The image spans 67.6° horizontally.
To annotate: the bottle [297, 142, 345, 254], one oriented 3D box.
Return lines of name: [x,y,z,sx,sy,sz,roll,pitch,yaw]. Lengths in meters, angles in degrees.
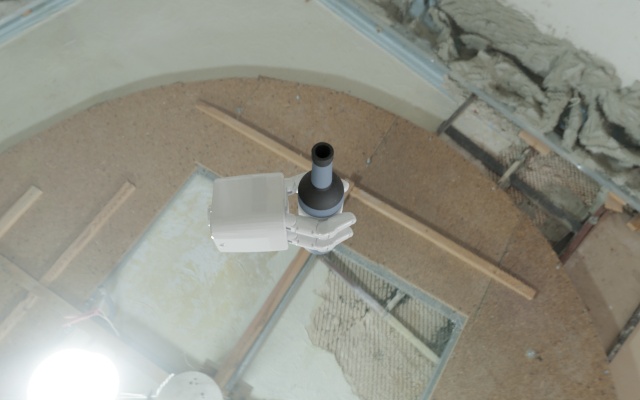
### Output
bottle: [0.000,0.002,0.706,0.069,0.069,0.296,0,-25,-1]
